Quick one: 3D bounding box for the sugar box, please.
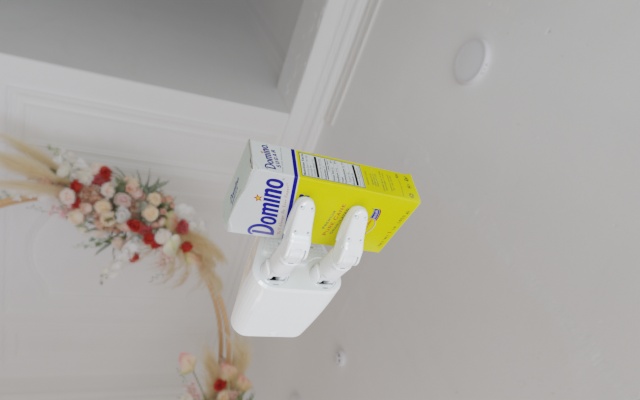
[{"bbox_3d":[0.000,0.002,0.476,0.176,0.048,0.093,8,-44,-24],"label":"sugar box"}]
